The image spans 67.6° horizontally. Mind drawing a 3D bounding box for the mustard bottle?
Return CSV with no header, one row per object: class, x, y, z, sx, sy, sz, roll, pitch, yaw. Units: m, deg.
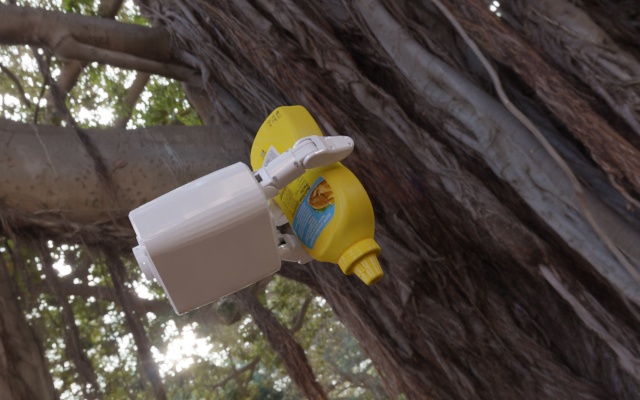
mustard bottle,0.000,0.001,0.473,0.058,0.191,0.096,-12,-34,-39
